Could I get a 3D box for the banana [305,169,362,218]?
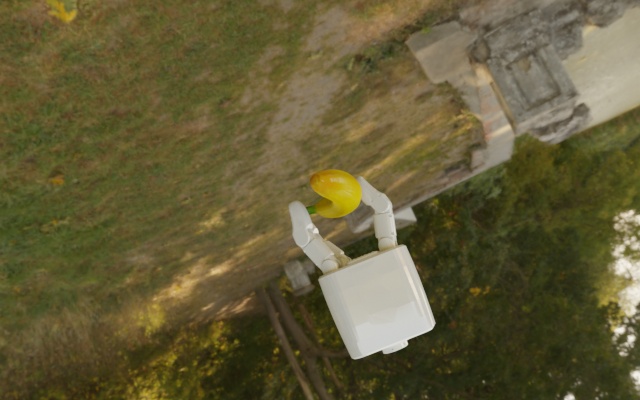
[{"bbox_3d":[0.017,-0.003,0.575,0.069,0.037,0.198,-18,-11,-9],"label":"banana"}]
